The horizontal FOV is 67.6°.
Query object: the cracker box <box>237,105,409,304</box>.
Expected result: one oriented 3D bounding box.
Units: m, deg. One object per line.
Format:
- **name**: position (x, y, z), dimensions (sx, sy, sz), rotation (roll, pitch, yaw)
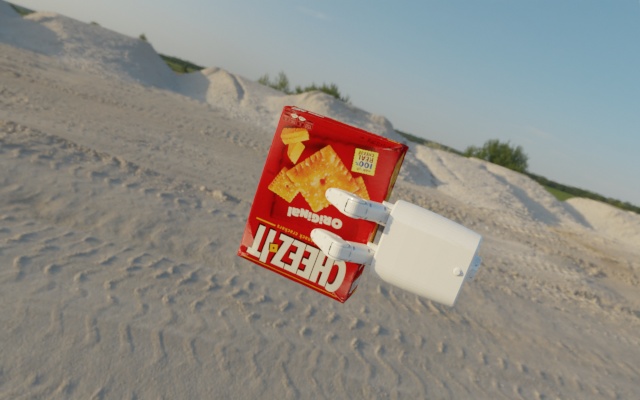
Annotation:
- **cracker box**: position (0.000, 0.002, 0.628), dimensions (0.164, 0.214, 0.072), rotation (22, 11, 14)
